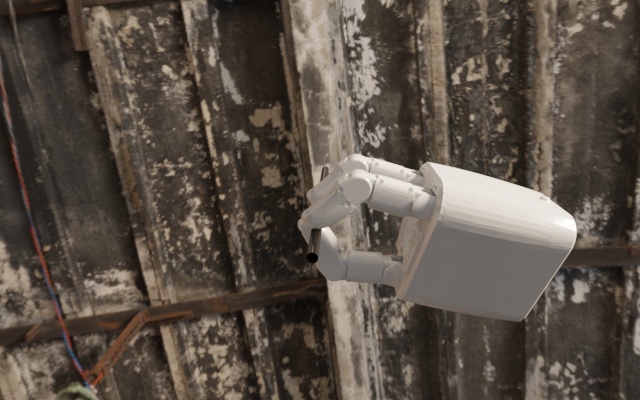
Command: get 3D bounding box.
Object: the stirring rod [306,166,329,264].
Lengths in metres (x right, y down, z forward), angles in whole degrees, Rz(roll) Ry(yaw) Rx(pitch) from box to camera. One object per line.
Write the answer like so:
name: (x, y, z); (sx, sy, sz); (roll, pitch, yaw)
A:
stirring rod: (0.000, 0.002, 0.431); (0.011, 0.011, 0.239); (0, 18, 3)
